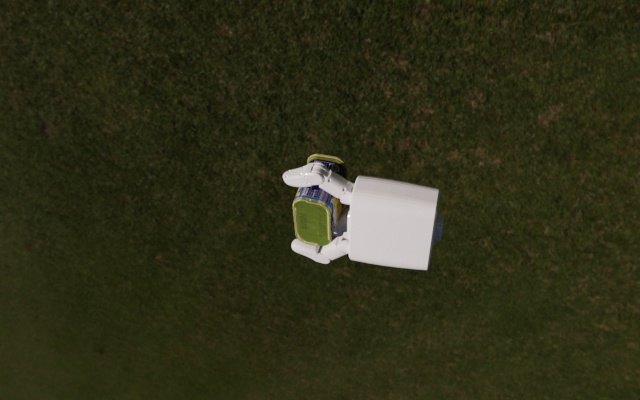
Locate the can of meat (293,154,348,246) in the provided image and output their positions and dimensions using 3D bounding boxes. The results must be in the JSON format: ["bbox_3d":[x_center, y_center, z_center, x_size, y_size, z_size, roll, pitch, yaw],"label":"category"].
[{"bbox_3d":[0.000,0.002,0.659,0.057,0.084,0.102,11,-39,11],"label":"can of meat"}]
